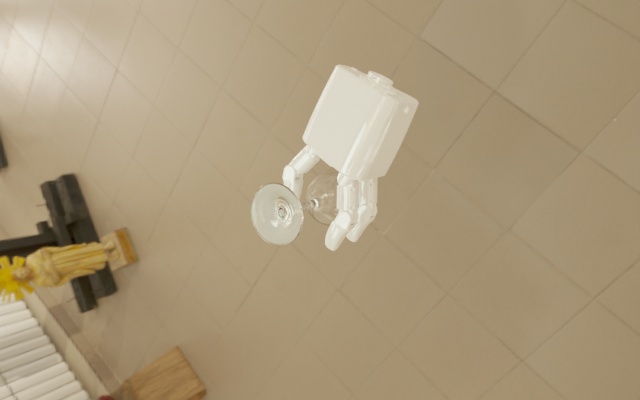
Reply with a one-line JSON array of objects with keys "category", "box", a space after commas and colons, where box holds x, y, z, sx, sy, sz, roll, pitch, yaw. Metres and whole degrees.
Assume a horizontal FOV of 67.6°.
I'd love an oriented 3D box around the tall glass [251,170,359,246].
[{"category": "tall glass", "box": [0.000, 0.002, 0.633, 0.079, 0.079, 0.201, 0, 8, 31]}]
